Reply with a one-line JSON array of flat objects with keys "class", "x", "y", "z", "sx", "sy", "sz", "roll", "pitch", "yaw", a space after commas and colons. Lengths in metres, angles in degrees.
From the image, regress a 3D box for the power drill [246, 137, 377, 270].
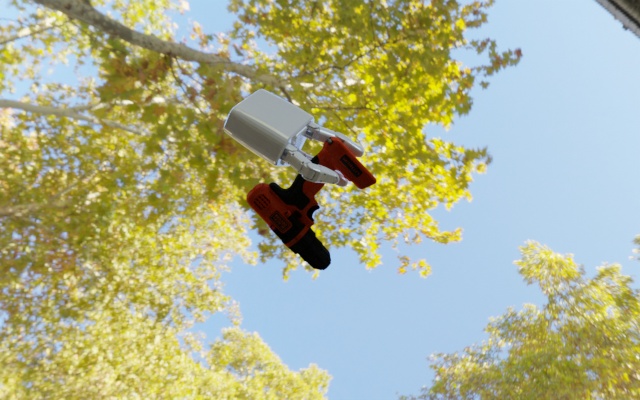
[{"class": "power drill", "x": 0.000, "y": 0.002, "z": 0.789, "sx": 0.187, "sy": 0.184, "sz": 0.057, "roll": -42, "pitch": 13, "yaw": 5}]
